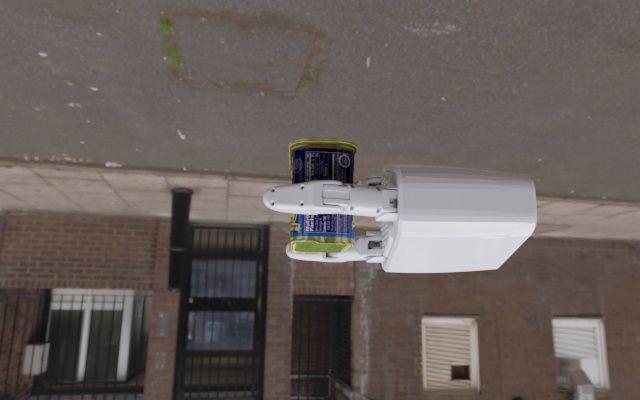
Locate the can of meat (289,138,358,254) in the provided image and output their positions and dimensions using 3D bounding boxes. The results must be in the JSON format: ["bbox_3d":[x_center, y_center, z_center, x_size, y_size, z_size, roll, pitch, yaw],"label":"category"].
[{"bbox_3d":[0.000,0.002,0.418,0.057,0.084,0.102,1,-11,-3],"label":"can of meat"}]
